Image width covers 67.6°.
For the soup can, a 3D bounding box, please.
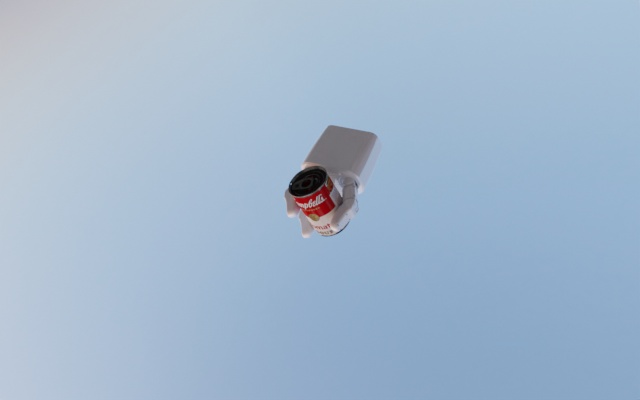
[{"bbox_3d":[0.000,0.003,0.781,0.068,0.068,0.102,0,-41,33],"label":"soup can"}]
